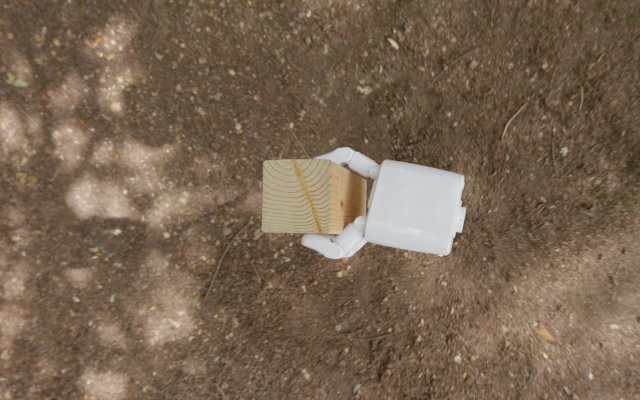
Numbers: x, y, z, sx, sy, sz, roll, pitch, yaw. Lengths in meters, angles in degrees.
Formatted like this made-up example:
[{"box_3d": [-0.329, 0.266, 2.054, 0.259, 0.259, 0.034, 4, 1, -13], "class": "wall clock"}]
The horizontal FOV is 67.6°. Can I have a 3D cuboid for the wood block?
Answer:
[{"box_3d": [0.000, 0.002, 0.670, 0.090, 0.091, 0.206, 0, -4, 17], "class": "wood block"}]
